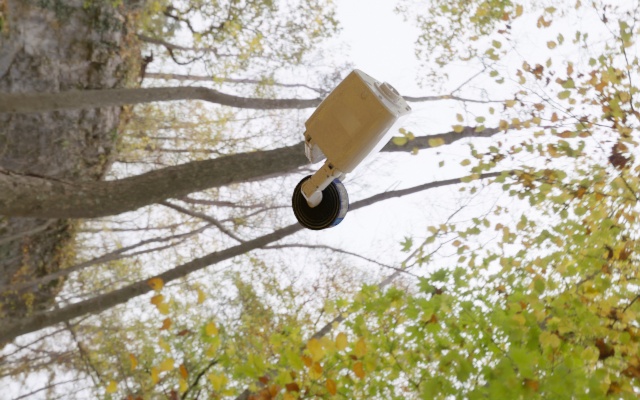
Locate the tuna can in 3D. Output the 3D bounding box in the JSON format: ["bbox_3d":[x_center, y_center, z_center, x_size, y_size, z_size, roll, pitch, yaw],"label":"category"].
[{"bbox_3d":[0.000,0.002,0.727,0.086,0.086,0.034,0,2,31],"label":"tuna can"}]
